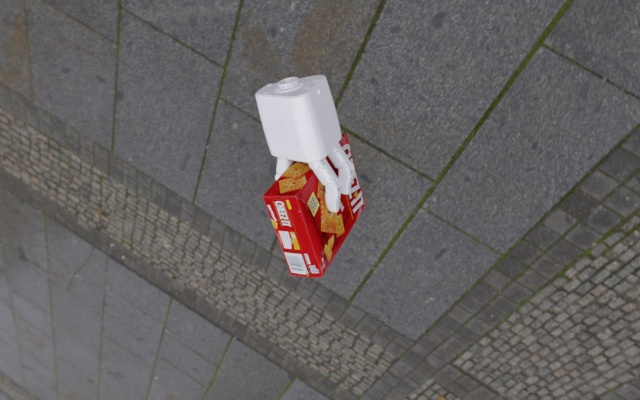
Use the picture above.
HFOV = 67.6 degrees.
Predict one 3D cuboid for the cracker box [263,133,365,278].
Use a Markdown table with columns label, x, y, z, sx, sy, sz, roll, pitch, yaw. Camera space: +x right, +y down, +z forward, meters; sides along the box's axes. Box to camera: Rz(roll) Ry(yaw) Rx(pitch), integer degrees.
| label | x | y | z | sx | sy | sz | roll | pitch | yaw |
| --- | --- | --- | --- | --- | --- | --- | --- | --- | --- |
| cracker box | 0.000 | 0.003 | 0.828 | 0.072 | 0.164 | 0.213 | 1 | 34 | 28 |
